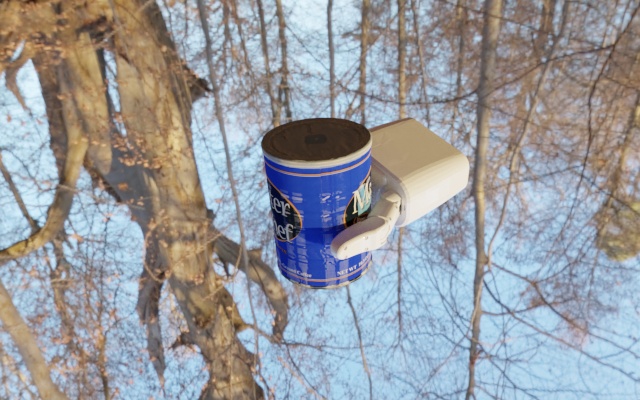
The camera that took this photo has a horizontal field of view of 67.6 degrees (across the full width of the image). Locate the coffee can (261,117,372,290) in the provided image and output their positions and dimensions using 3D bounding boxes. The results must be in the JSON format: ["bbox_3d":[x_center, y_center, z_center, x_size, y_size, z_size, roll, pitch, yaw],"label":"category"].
[{"bbox_3d":[0.000,0.002,0.475,0.103,0.140,0.102,-3,31,2],"label":"coffee can"}]
